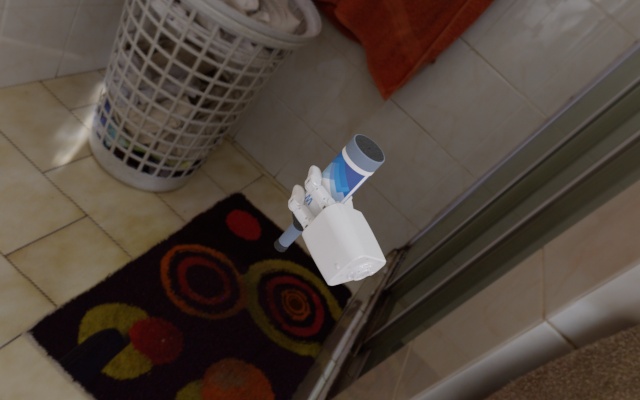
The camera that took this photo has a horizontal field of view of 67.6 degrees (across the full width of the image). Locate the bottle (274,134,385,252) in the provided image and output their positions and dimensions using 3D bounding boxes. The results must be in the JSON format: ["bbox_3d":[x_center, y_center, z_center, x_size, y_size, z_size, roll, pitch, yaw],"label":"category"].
[{"bbox_3d":[0.000,0.003,0.886,0.069,0.069,0.296,0,-38,-46],"label":"bottle"}]
